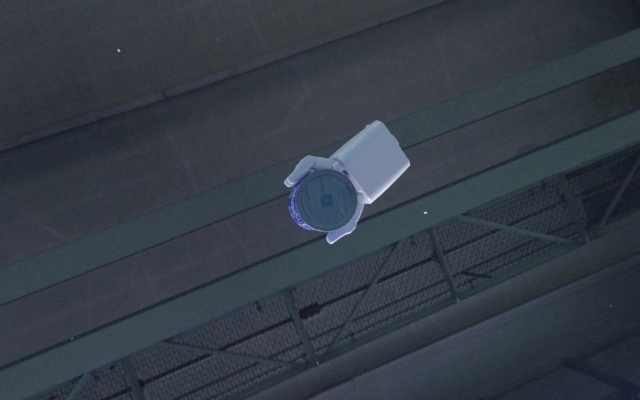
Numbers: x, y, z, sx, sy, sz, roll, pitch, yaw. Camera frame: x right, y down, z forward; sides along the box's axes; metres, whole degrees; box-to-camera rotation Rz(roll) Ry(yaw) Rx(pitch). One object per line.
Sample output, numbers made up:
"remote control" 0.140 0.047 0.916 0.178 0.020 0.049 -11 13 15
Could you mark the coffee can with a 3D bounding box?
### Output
"coffee can" 0.000 0.003 0.843 0.103 0.103 0.140 0 -3 -9
